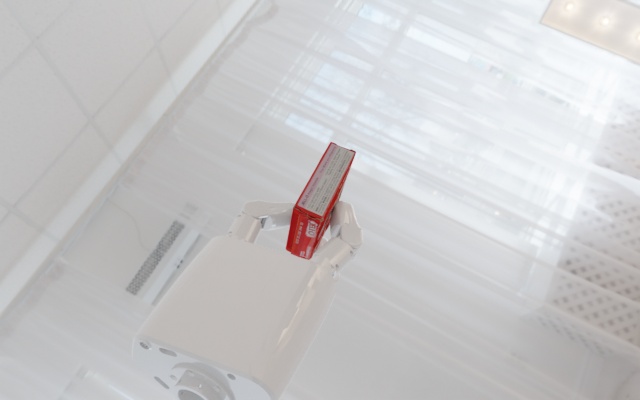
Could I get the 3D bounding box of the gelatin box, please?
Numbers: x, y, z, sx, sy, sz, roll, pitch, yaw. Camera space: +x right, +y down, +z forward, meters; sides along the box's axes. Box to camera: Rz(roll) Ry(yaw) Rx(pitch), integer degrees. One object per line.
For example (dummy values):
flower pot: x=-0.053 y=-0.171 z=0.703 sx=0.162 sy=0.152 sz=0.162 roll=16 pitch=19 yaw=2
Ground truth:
gelatin box: x=0.000 y=0.001 z=0.447 sx=0.030 sy=0.089 sz=0.073 roll=23 pitch=-36 yaw=5
